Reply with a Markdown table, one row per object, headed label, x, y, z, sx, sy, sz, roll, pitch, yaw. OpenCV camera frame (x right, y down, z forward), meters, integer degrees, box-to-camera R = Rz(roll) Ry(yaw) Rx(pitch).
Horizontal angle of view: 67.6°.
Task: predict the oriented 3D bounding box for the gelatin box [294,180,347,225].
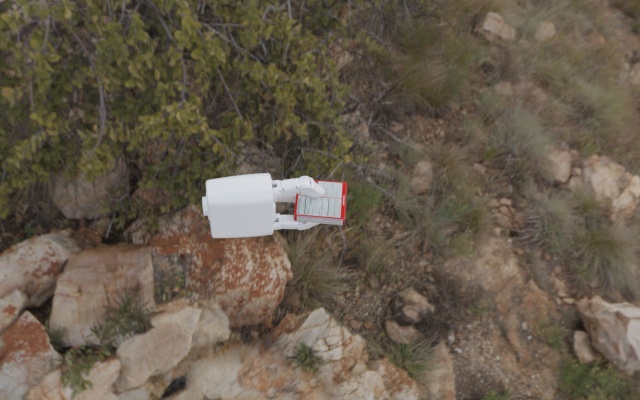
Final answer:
| label | x | y | z | sx | sy | sz | roll | pitch | yaw |
| --- | --- | --- | --- | --- | --- | --- | --- | --- | --- |
| gelatin box | 0.000 | 0.003 | 0.840 | 0.089 | 0.073 | 0.030 | 4 | -28 | 0 |
